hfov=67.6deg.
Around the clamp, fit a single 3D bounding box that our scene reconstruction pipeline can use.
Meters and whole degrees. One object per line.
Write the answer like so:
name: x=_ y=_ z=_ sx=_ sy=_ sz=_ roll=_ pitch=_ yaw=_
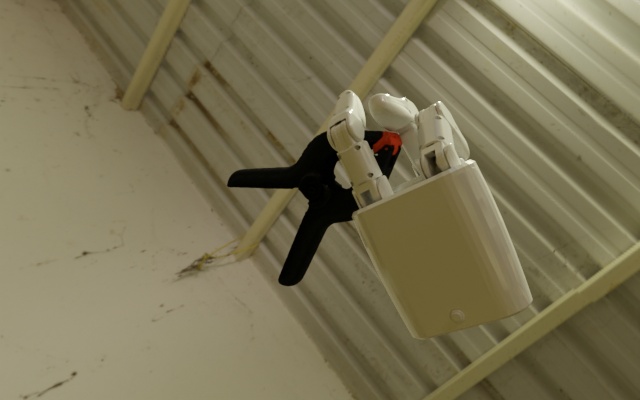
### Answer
clamp: x=0.000 y=0.001 z=0.420 sx=0.171 sy=0.120 sz=0.039 roll=-24 pitch=1 yaw=30
